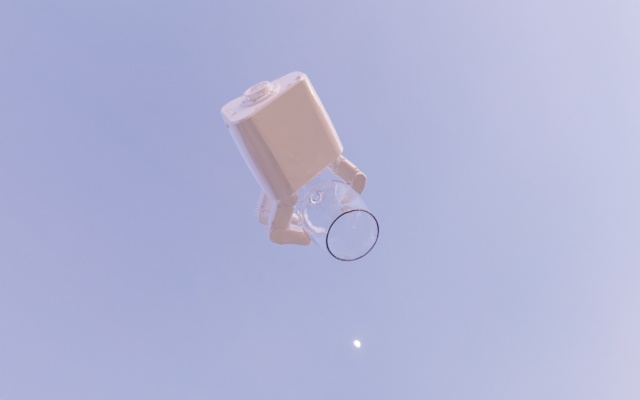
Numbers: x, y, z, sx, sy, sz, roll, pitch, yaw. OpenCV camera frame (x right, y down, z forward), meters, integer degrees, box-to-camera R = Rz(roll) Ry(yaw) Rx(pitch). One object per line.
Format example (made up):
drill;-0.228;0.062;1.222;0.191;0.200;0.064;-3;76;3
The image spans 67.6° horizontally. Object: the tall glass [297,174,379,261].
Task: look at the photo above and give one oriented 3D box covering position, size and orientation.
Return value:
tall glass;0.000;0.002;0.592;0.079;0.079;0.201;0;21;-22
